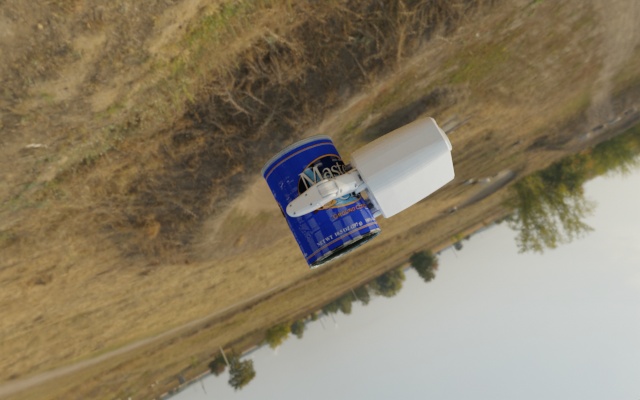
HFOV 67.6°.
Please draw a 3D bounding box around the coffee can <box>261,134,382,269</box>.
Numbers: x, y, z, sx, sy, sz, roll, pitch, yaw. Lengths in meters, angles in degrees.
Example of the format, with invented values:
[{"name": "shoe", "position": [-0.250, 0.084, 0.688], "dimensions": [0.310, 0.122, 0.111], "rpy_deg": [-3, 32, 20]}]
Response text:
[{"name": "coffee can", "position": [0.000, 0.002, 0.611], "dimensions": [0.103, 0.140, 0.103], "rpy_deg": [-27, -12, -6]}]
